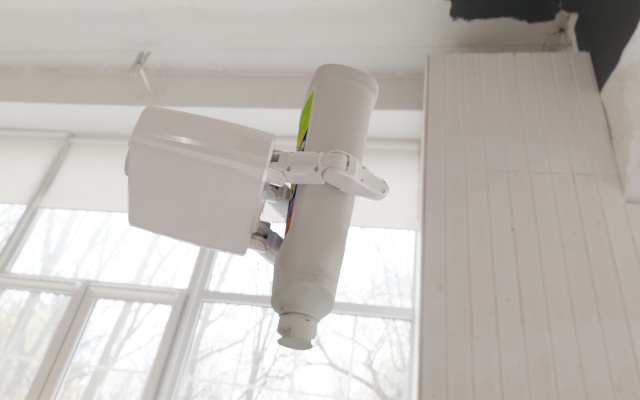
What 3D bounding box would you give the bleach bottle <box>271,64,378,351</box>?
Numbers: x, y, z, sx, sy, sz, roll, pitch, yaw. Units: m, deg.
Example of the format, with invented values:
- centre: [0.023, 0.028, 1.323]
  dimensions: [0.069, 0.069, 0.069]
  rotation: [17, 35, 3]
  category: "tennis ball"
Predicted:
- centre: [0.000, 0.001, 0.422]
  dimensions: [0.068, 0.250, 0.103]
  rotation: [15, -34, -8]
  category: "bleach bottle"
